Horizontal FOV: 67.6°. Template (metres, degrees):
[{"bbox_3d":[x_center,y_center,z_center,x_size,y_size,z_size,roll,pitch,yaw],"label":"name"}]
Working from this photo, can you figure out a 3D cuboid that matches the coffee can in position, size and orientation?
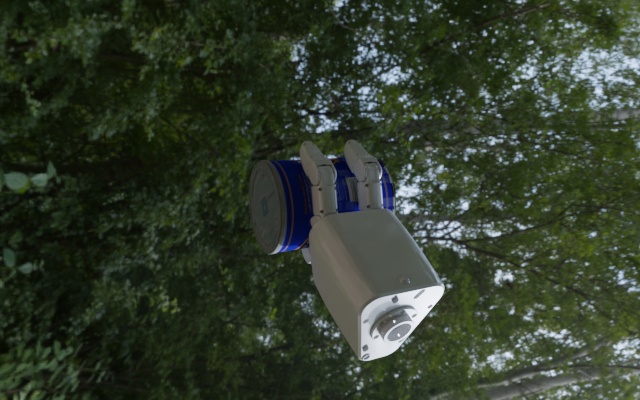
[{"bbox_3d":[0.000,0.002,0.550,0.140,0.103,0.103,-5,2,-26],"label":"coffee can"}]
